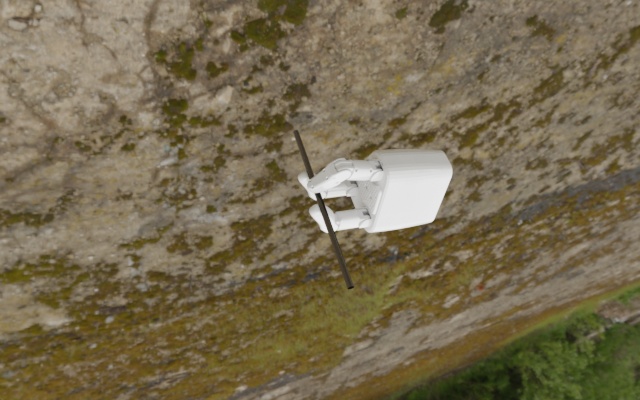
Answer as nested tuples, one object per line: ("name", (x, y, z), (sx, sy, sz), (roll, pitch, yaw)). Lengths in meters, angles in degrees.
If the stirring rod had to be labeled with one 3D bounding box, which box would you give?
("stirring rod", (0.000, 0.002, 0.605), (0.011, 0.239, 0.011), (-14, -31, -9))
